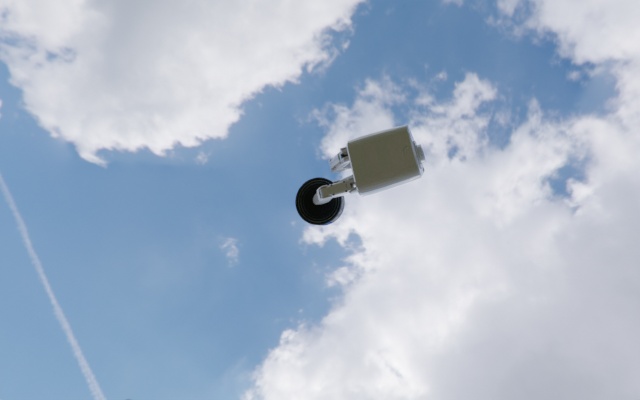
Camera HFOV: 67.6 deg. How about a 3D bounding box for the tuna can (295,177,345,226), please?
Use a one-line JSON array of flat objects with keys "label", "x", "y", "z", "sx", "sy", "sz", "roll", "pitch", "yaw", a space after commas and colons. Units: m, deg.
[{"label": "tuna can", "x": 0.000, "y": 0.003, "z": 0.865, "sx": 0.086, "sy": 0.086, "sz": 0.034, "roll": 0, "pitch": -6, "yaw": 16}]
